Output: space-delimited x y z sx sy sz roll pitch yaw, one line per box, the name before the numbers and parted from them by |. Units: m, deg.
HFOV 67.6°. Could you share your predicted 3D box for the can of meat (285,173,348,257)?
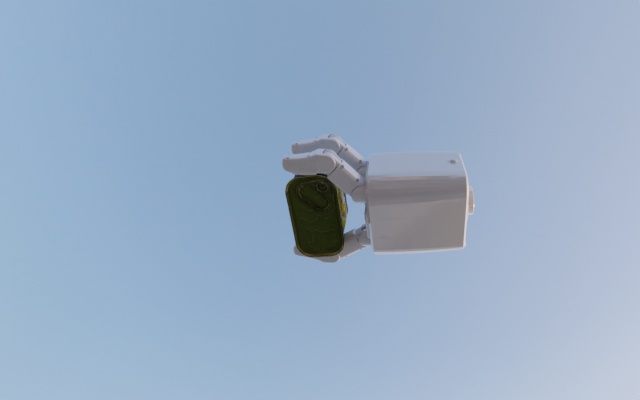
can of meat | 0.000 0.002 0.568 0.057 0.102 0.084 -5 25 12
